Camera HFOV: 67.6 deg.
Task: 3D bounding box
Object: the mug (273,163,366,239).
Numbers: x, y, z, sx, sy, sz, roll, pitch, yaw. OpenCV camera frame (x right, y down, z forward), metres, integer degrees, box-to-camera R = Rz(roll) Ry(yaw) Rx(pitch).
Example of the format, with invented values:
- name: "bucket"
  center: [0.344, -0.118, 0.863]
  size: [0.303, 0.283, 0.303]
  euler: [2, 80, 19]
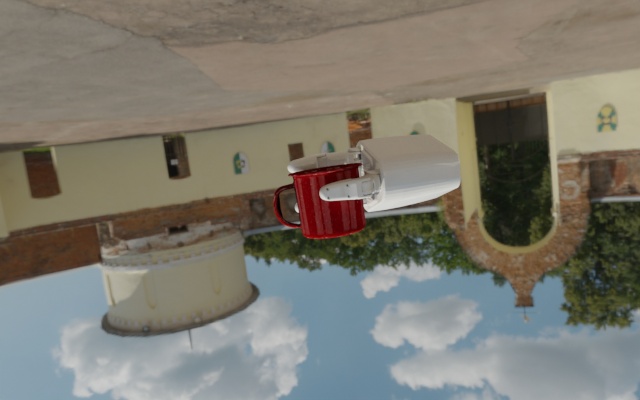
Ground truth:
- name: "mug"
  center: [-0.001, 0.002, 0.595]
  size: [0.117, 0.081, 0.093]
  euler: [-10, 7, -8]
